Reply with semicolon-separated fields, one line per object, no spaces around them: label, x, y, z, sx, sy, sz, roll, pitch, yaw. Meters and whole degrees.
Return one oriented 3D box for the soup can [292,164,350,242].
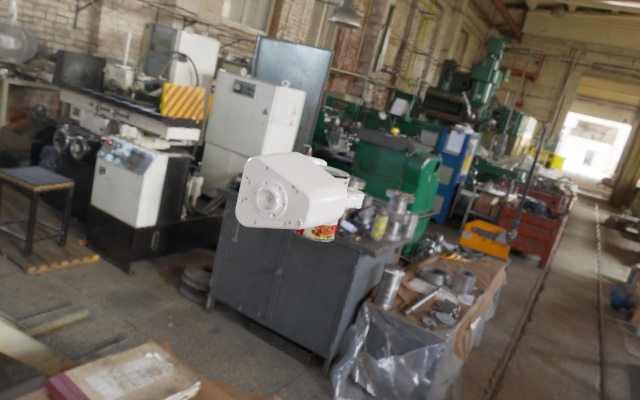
soup can;0.001;0.002;0.724;0.068;0.102;0.068;13;13;-3
